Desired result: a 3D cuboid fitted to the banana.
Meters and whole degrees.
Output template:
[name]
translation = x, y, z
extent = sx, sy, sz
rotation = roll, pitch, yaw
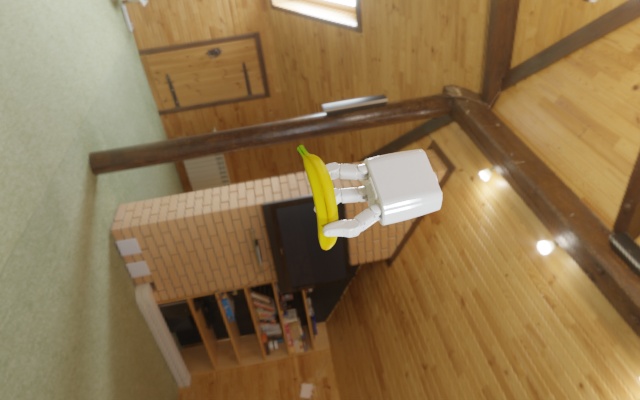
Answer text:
[banana]
translation = 0.005, 0.006, 0.791
extent = 0.037, 0.198, 0.069
rotation = -16, 24, -11
